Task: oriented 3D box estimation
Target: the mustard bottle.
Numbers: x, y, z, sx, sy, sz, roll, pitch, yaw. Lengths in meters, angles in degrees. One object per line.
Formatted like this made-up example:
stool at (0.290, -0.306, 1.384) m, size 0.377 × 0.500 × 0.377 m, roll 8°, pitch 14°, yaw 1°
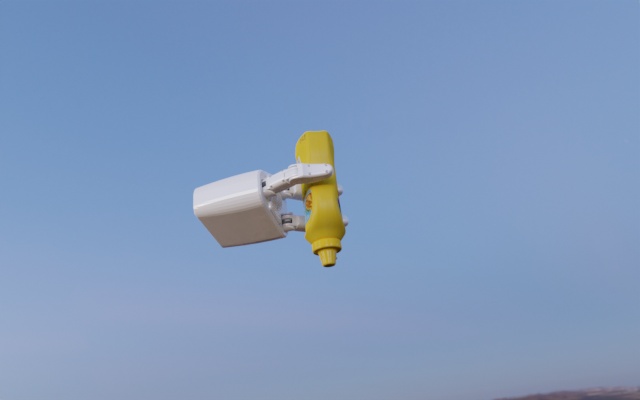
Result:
mustard bottle at (0.000, 0.002, 0.686) m, size 0.058 × 0.191 × 0.096 m, roll -3°, pitch -25°, yaw -9°
